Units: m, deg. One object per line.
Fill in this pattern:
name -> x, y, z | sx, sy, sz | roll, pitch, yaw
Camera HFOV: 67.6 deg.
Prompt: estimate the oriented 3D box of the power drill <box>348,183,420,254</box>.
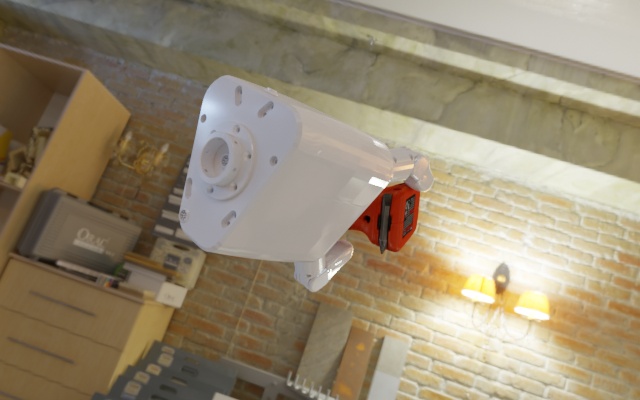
power drill -> 0.000, 0.002, 0.477 | 0.187, 0.057, 0.184 | 5, 11, 19
